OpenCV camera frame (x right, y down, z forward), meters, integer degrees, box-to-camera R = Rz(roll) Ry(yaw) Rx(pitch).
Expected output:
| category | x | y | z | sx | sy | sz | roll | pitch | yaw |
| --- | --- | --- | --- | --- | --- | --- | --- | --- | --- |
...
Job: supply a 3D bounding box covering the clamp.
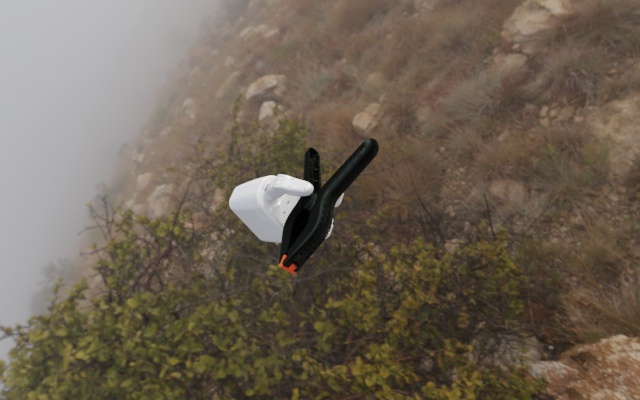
| category | x | y | z | sx | sy | sz | roll | pitch | yaw |
| --- | --- | --- | --- | --- | --- | --- | --- | --- | --- |
| clamp | -0.001 | 0.002 | 0.674 | 0.036 | 0.210 | 0.164 | 32 | -23 | -29 |
